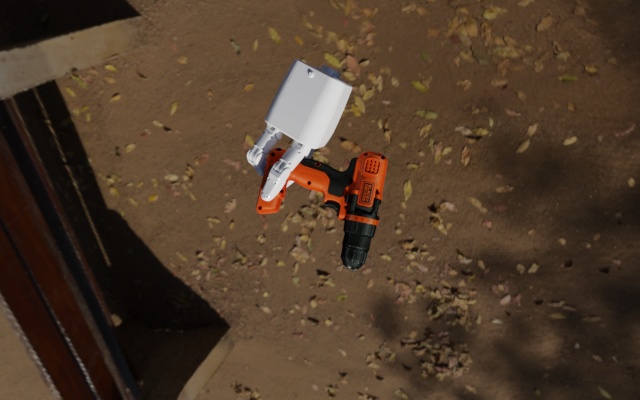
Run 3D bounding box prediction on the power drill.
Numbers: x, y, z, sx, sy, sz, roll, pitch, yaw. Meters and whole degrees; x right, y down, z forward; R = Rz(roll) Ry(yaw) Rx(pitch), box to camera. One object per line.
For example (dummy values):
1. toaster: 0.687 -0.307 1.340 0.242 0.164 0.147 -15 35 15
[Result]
1. power drill: 0.000 0.002 0.741 0.187 0.184 0.057 12 -5 3
